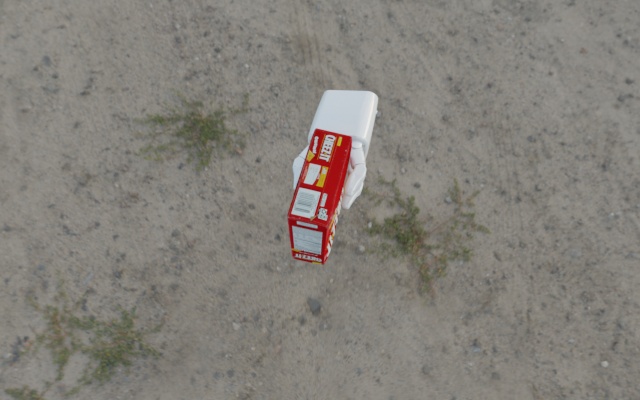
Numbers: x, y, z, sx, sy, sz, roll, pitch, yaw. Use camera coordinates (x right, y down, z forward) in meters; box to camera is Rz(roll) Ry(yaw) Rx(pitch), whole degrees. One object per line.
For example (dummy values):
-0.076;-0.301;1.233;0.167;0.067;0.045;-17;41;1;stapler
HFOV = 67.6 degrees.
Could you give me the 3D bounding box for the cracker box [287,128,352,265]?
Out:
0.000;0.003;0.830;0.072;0.164;0.214;14;-23;5;cracker box
